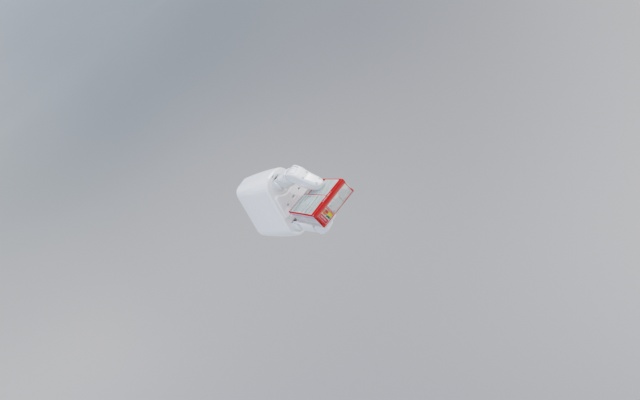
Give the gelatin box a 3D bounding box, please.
[{"bbox_3d":[0.000,0.002,0.725,0.030,0.073,0.089,46,-18,-21],"label":"gelatin box"}]
